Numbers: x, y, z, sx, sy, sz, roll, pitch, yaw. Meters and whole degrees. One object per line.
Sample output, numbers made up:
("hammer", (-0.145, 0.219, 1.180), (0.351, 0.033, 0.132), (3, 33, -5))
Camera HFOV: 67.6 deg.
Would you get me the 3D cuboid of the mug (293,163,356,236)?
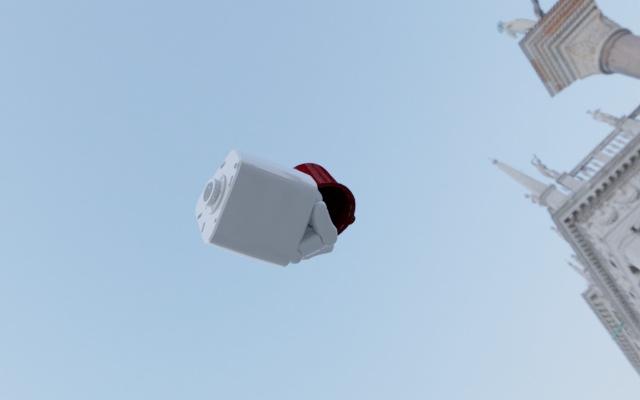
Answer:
("mug", (0.001, 0.002, 0.674), (0.117, 0.093, 0.081), (21, 18, -32))
